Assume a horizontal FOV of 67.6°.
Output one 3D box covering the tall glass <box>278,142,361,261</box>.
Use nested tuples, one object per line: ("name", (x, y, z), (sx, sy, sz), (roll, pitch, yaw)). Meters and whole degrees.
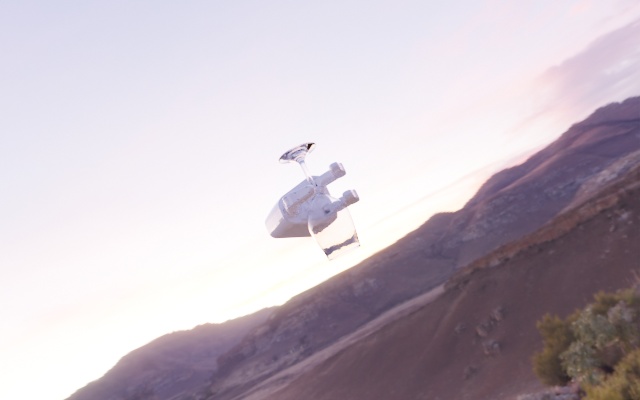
("tall glass", (0.000, 0.002, 0.837), (0.079, 0.201, 0.079), (-25, -11, -5))
